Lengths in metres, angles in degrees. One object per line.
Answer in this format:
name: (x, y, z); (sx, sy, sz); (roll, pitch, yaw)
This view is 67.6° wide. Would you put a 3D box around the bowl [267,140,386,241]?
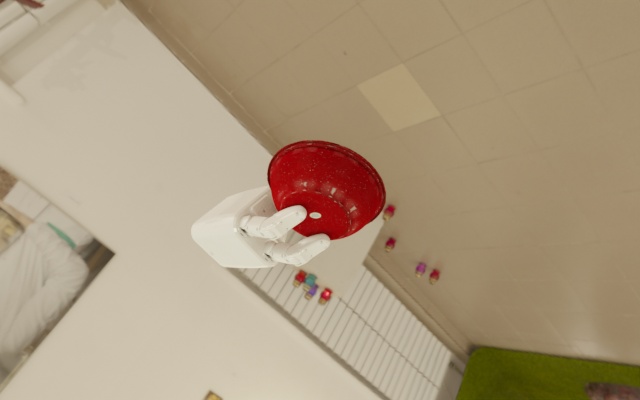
bowl: (0.001, 0.002, 0.612); (0.162, 0.055, 0.162); (11, -43, 10)
